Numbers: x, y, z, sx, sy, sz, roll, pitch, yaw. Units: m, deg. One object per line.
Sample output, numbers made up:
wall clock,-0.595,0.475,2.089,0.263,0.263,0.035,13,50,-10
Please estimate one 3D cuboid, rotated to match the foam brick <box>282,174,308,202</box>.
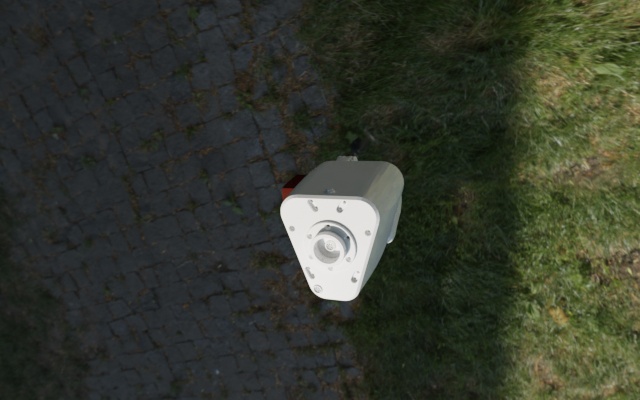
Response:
foam brick,0.000,0.002,0.563,0.078,0.053,0.051,2,22,19
